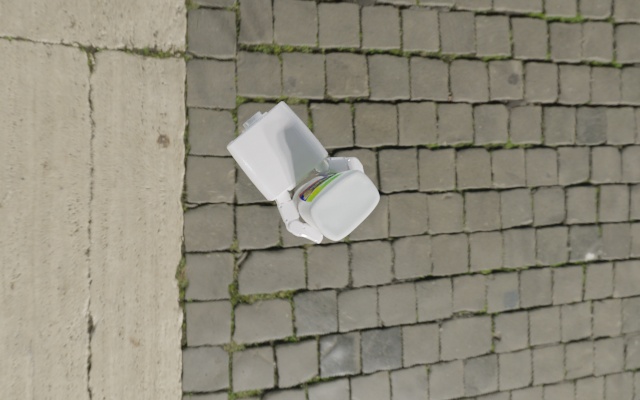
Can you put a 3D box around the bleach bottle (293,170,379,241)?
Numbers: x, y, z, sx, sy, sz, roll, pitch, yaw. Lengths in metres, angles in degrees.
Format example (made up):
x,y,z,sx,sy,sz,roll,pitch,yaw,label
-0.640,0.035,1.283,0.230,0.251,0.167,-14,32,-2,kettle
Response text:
x,y,z,sx,sy,sz,roll,pitch,yaw,label
0.000,0.002,0.756,0.102,0.068,0.251,-41,12,-12,bleach bottle
